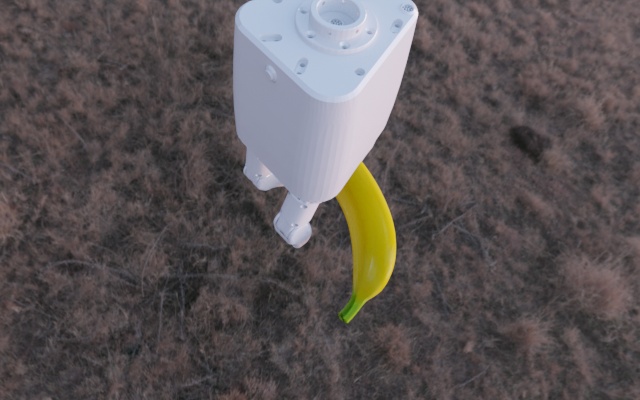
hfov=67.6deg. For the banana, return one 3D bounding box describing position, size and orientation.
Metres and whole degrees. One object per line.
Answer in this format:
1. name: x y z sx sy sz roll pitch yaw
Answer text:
1. banana: 0.019 -0.001 0.414 0.069 0.197 0.037 -17 -22 -7
